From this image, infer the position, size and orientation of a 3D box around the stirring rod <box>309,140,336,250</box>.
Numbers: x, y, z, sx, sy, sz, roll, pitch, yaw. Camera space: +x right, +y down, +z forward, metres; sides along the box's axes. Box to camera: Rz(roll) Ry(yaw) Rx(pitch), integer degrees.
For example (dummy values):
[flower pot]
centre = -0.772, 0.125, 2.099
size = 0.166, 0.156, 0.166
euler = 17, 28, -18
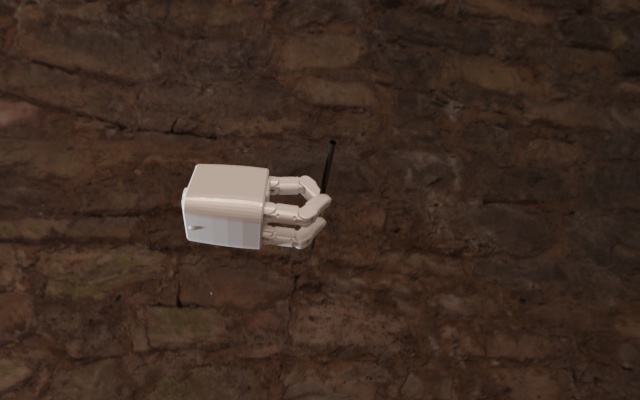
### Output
[stirring rod]
centre = 0.000, 0.002, 0.686
size = 0.011, 0.011, 0.240
euler = 0, -38, -9
